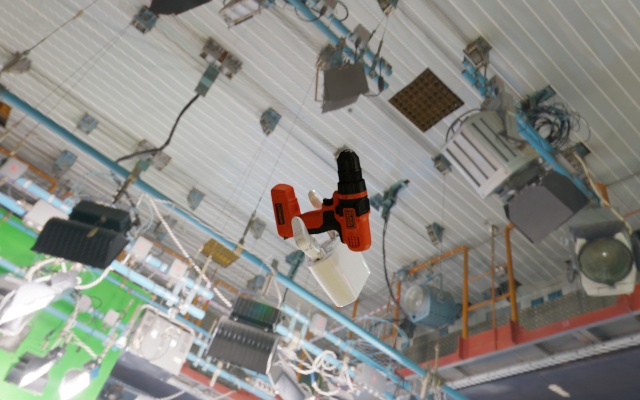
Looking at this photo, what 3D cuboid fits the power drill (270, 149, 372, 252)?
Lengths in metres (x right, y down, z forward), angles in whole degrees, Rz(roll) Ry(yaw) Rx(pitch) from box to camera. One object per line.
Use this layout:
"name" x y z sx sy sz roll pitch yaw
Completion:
"power drill" 0.000 0.003 0.875 0.187 0.184 0.057 -1 13 32
